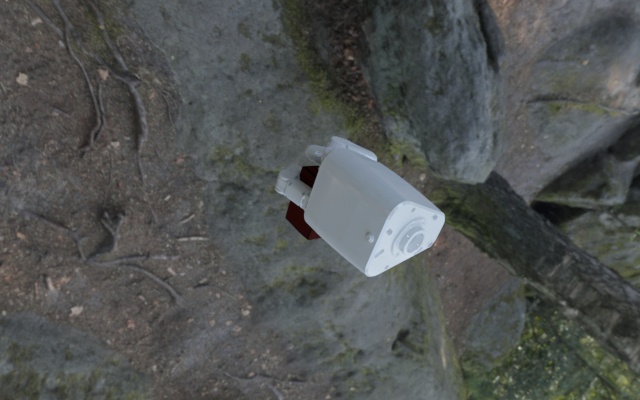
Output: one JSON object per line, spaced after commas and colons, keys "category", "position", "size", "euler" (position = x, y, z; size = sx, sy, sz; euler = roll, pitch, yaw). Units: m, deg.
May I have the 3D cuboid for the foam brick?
{"category": "foam brick", "position": [0.000, 0.002, 0.586], "size": [0.053, 0.078, 0.051], "euler": [-6, 37, -42]}
